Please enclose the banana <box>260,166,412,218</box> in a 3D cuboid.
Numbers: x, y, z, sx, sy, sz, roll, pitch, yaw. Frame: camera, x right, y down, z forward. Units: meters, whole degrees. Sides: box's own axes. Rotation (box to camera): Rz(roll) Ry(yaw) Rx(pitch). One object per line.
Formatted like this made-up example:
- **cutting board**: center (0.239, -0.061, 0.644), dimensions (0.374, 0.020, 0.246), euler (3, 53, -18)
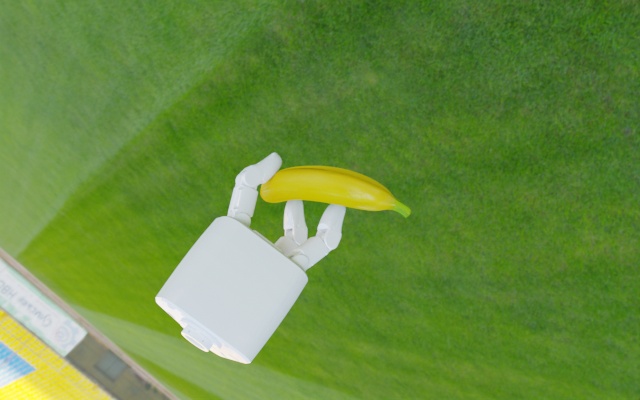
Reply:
- **banana**: center (-0.004, -0.010, 0.519), dimensions (0.198, 0.037, 0.070), euler (9, -35, 35)
